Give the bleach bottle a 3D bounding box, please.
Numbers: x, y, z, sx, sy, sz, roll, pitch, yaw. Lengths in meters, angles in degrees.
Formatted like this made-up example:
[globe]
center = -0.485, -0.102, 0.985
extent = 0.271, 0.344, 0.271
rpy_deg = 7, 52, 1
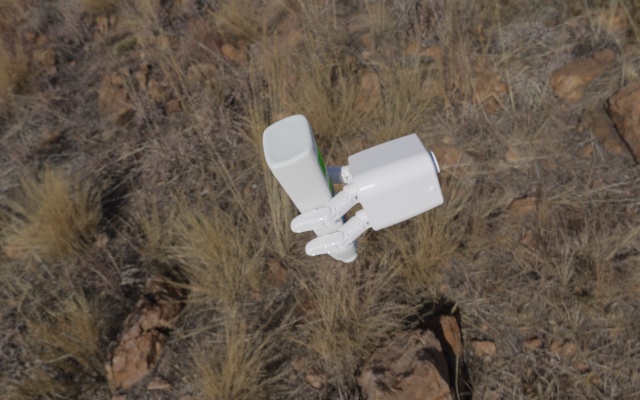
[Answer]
[bleach bottle]
center = 0.000, 0.002, 0.700
extent = 0.068, 0.102, 0.251
rpy_deg = -22, -47, 8
